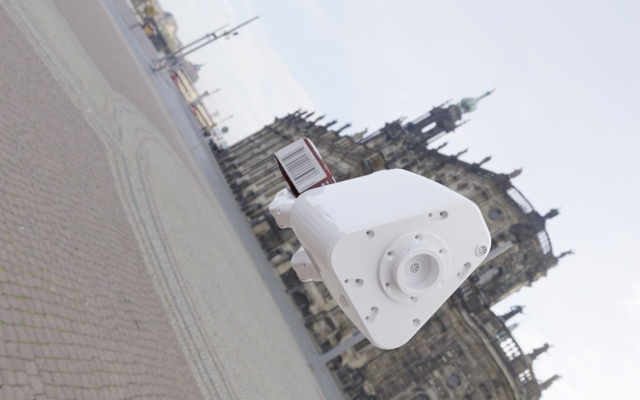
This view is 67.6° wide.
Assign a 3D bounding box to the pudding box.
[{"bbox_3d":[0.000,0.001,0.479,0.039,0.113,0.090,-29,-10,-5],"label":"pudding box"}]
